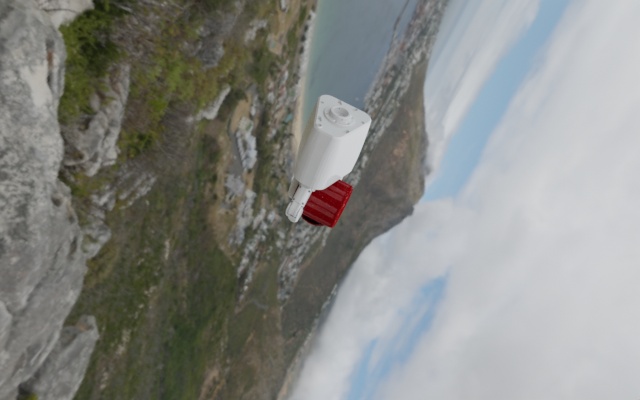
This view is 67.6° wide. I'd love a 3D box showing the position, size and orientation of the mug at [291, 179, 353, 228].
[{"bbox_3d":[0.000,0.004,0.828,0.081,0.117,0.093,27,43,5],"label":"mug"}]
